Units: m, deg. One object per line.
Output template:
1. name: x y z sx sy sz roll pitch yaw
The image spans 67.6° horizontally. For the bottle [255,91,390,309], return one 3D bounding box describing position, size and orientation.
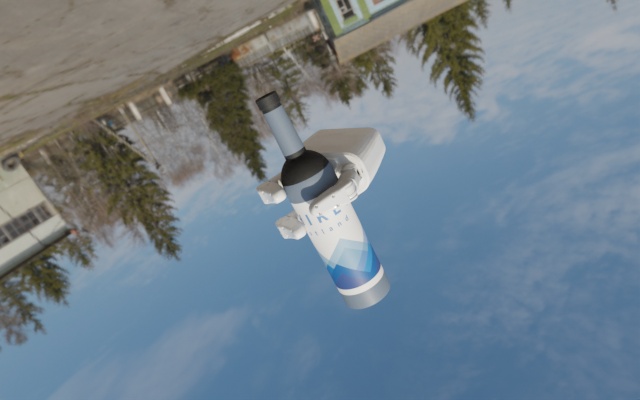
1. bottle: 0.000 0.002 0.602 0.069 0.296 0.069 -24 19 9
